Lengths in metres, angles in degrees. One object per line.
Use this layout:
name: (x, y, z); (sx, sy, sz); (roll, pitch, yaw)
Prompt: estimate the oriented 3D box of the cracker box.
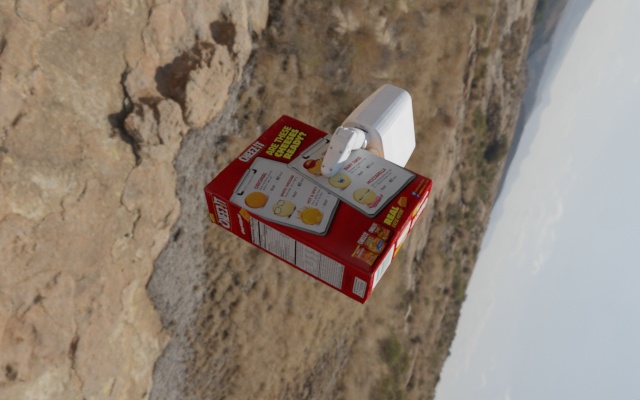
cracker box: (0.000, 0.002, 0.567); (0.213, 0.072, 0.164); (26, 51, 18)
